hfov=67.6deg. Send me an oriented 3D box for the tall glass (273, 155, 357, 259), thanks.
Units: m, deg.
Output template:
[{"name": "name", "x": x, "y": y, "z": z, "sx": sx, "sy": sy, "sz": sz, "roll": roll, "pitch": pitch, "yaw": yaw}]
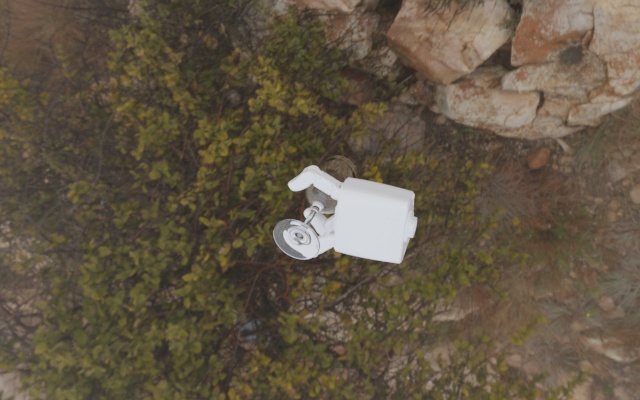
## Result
[{"name": "tall glass", "x": 0.000, "y": 0.003, "z": 0.773, "sx": 0.079, "sy": 0.079, "sz": 0.201, "roll": 0, "pitch": 34, "yaw": 25}]
